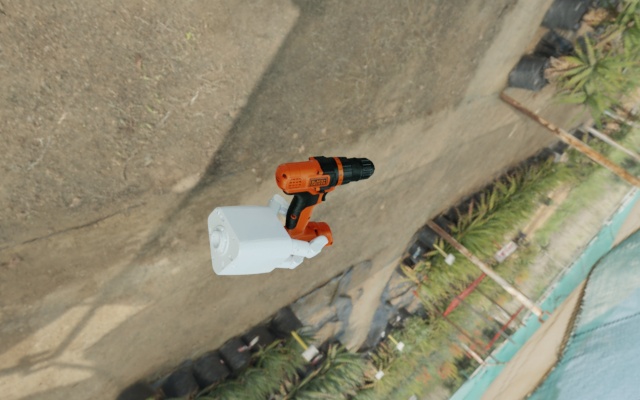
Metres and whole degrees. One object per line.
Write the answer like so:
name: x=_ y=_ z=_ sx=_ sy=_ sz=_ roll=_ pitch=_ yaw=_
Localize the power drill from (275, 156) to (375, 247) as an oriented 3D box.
power drill: x=0.000 y=0.003 z=0.871 sx=0.184 sy=0.188 sz=0.057 roll=-6 pitch=40 yaw=-22
